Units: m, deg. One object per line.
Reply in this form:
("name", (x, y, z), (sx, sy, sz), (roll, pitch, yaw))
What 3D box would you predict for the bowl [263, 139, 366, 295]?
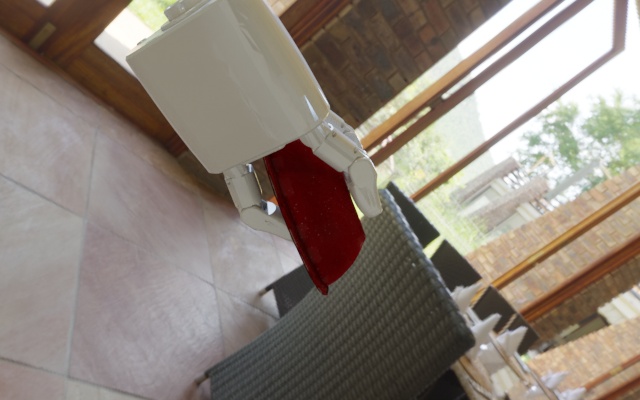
("bowl", (0.001, 0.002, 0.438), (0.055, 0.162, 0.162), (-21, -1, 3))
